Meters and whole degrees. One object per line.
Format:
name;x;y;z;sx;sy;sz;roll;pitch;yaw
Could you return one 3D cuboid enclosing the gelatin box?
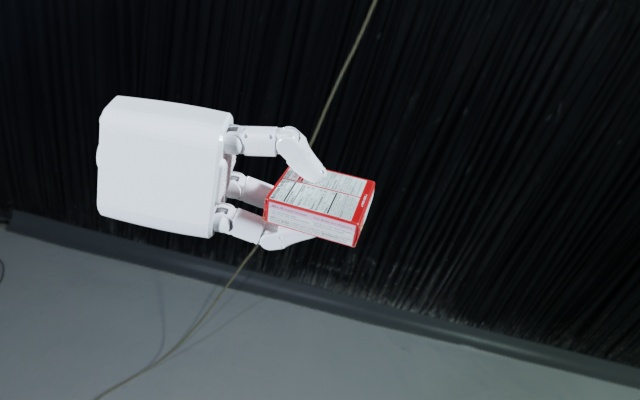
gelatin box;0.000;0.001;0.448;0.089;0.030;0.073;14;36;10
